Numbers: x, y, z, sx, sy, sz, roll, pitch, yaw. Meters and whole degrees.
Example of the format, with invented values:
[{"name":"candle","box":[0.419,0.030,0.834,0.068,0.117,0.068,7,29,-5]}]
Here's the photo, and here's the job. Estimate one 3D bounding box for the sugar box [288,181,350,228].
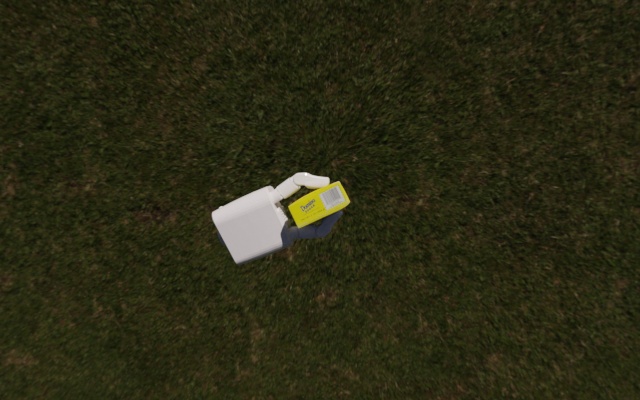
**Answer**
[{"name":"sugar box","box":[0.000,0.002,0.834,0.093,0.048,0.176,-25,4,2]}]
